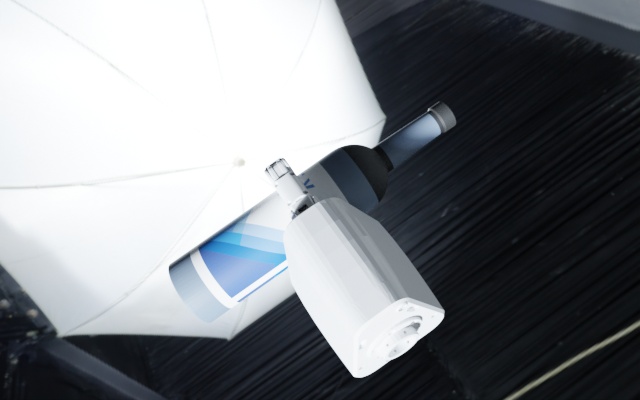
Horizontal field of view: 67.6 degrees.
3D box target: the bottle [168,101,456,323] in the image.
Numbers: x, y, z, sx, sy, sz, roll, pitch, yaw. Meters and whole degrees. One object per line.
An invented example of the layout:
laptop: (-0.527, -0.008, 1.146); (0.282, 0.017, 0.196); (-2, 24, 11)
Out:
bottle: (0.000, 0.002, 0.447); (0.295, 0.069, 0.069); (-35, 1, -2)
